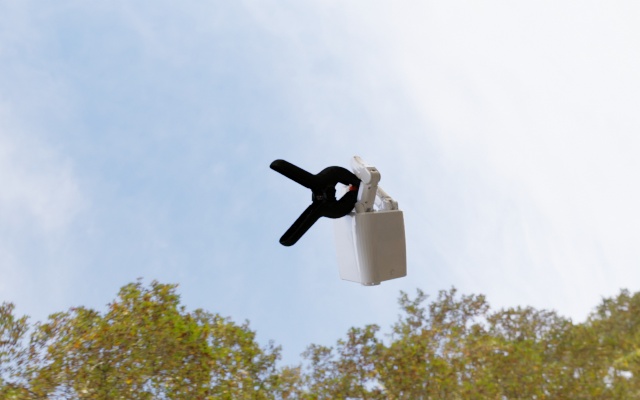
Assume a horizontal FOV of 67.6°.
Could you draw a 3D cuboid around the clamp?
[{"bbox_3d":[0.000,0.002,0.694,0.171,0.120,0.039,-1,9,-36],"label":"clamp"}]
